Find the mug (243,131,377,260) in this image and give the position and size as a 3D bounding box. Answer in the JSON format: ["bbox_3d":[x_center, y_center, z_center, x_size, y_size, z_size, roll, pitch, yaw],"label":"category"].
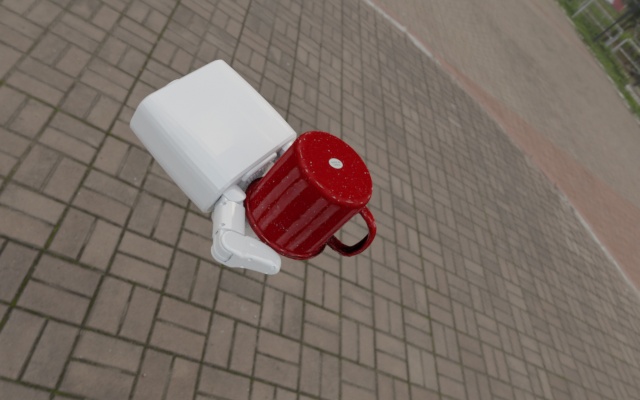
[{"bbox_3d":[0.001,0.002,0.423,0.081,0.117,0.093,-44,1,38],"label":"mug"}]
